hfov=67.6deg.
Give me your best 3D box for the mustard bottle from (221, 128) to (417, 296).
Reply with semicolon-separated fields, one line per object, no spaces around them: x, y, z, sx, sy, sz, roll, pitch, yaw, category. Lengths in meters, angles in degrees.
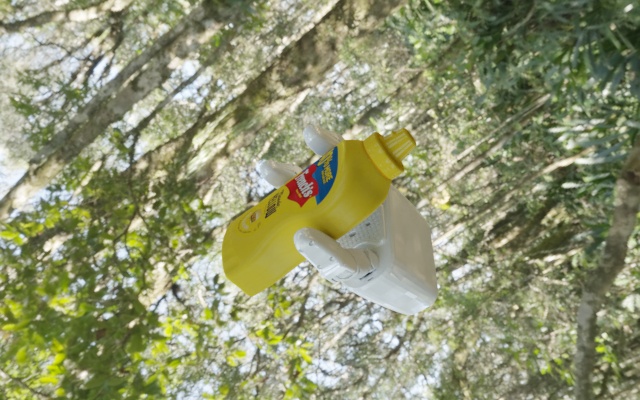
0.000;0.001;0.416;0.192;0.058;0.096;-35;23;20;mustard bottle
